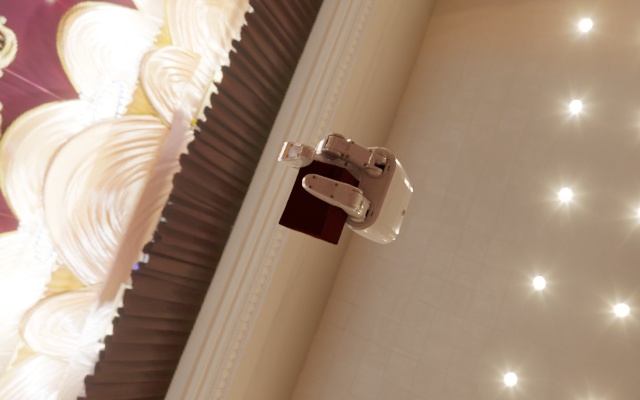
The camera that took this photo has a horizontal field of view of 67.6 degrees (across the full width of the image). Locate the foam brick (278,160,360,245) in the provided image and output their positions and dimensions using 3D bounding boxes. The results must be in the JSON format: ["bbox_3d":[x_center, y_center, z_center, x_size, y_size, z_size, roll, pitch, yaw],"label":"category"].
[{"bbox_3d":[0.000,0.002,0.514,0.053,0.078,0.051,17,-8,26],"label":"foam brick"}]
